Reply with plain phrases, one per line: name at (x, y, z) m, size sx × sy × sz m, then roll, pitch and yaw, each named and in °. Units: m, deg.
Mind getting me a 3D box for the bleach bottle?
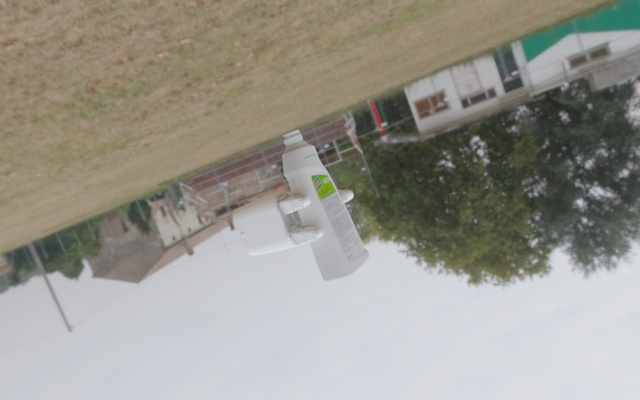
bleach bottle at (0.000, 0.003, 0.802) m, size 0.068 × 0.251 × 0.102 m, roll -17°, pitch 8°, yaw 30°
